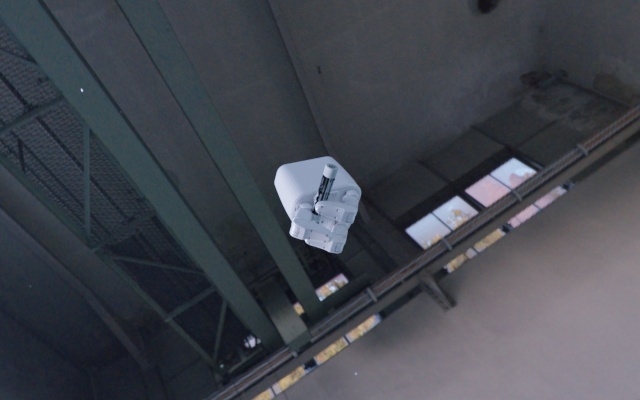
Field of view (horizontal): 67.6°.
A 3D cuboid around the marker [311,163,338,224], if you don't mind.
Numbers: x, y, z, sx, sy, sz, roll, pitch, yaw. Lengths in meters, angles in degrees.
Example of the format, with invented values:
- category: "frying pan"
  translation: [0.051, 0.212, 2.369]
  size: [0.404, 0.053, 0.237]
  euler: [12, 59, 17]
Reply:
- category: "marker"
  translation: [0.000, 0.002, 0.705]
  size: [0.020, 0.121, 0.020]
  euler: [14, 28, -8]
